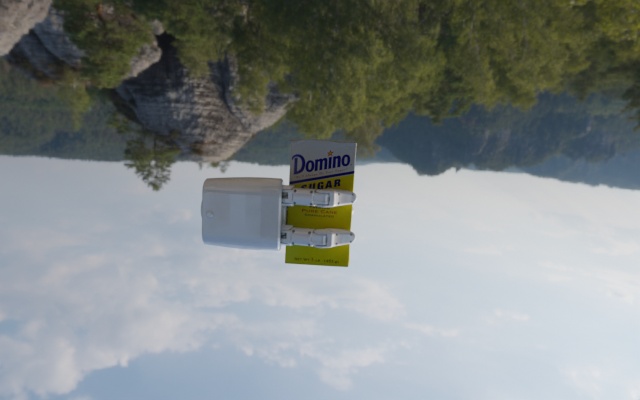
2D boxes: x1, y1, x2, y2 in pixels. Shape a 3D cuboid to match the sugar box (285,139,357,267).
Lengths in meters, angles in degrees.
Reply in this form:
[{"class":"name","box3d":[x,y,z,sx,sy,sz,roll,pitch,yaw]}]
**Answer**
[{"class":"sugar box","box3d":[0.000,0.002,0.677,0.093,0.176,0.048,3,8,1]}]
